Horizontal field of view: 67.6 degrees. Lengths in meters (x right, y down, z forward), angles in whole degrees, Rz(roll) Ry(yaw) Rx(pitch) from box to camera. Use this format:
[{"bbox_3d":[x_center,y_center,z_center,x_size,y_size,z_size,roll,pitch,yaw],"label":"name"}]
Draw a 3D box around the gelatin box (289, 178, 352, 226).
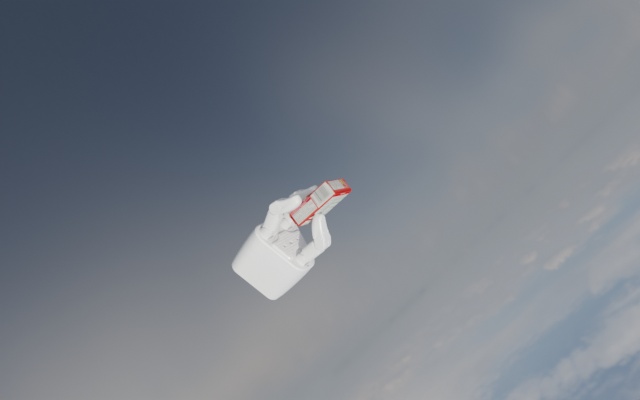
[{"bbox_3d":[0.001,0.003,0.783,0.089,0.030,0.073,-42,-12,23],"label":"gelatin box"}]
